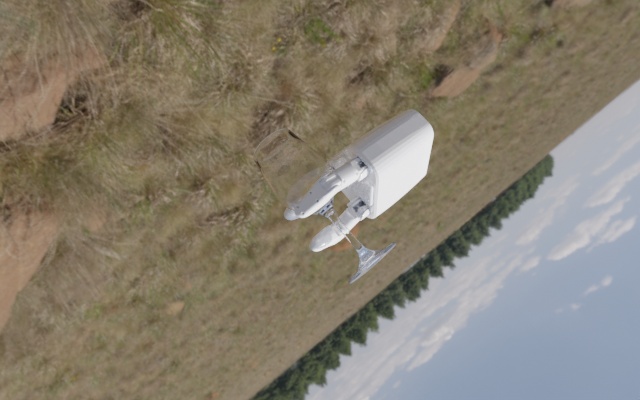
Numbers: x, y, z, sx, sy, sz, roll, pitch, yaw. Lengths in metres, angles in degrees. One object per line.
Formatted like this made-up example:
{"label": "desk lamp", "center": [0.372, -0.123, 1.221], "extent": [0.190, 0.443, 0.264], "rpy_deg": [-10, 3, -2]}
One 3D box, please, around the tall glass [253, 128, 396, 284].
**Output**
{"label": "tall glass", "center": [0.000, 0.003, 0.594], "extent": [0.079, 0.201, 0.079], "rpy_deg": [-38, -14, -11]}
